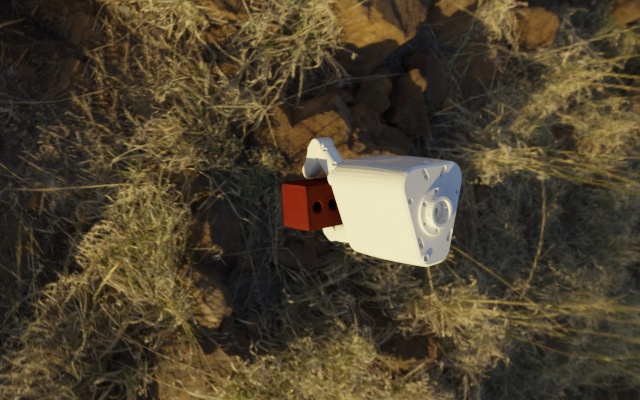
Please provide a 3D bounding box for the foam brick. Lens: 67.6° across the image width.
[{"bbox_3d":[0.000,0.002,0.567,0.078,0.053,0.051,-10,12,-35],"label":"foam brick"}]
